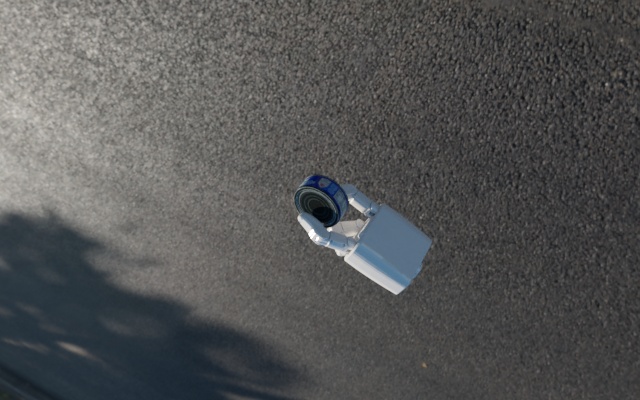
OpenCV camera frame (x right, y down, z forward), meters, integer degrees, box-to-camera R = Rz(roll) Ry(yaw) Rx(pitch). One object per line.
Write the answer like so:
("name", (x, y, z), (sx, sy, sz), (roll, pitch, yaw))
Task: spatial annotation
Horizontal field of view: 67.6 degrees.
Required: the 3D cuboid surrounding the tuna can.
("tuna can", (0.000, 0.003, 0.767), (0.086, 0.086, 0.033), (0, 36, 37))
